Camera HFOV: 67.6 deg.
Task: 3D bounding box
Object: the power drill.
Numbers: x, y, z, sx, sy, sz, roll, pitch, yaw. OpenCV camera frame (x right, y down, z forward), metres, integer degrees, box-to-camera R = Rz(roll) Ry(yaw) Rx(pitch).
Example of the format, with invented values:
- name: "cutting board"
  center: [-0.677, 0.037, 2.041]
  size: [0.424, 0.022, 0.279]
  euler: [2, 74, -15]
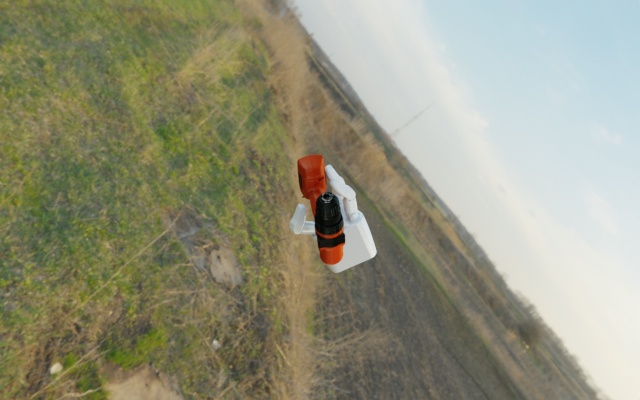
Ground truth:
- name: "power drill"
  center: [0.000, 0.003, 0.893]
  size: [0.057, 0.187, 0.185]
  euler: [-10, -40, -6]
